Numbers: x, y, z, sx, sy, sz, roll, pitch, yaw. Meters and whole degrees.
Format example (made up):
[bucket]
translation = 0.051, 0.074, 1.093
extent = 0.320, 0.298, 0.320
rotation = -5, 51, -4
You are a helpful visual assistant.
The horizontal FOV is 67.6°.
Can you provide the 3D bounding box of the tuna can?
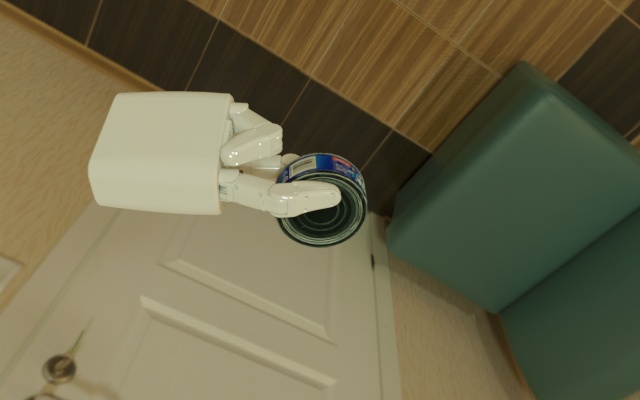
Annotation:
[tuna can]
translation = 0.000, 0.002, 0.436
extent = 0.086, 0.086, 0.033
rotation = 0, 34, -3
